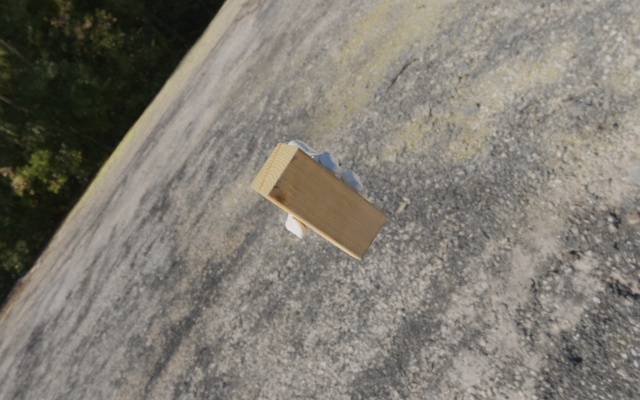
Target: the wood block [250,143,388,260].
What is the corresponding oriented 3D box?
[{"bbox_3d":[0.000,0.003,0.795,0.206,0.091,0.090,36,-5,-27],"label":"wood block"}]
